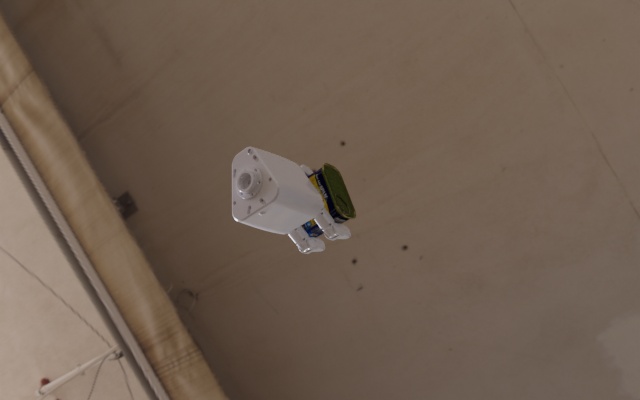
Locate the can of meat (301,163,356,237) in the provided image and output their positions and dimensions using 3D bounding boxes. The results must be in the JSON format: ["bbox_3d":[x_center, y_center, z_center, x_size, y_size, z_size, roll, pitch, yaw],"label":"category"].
[{"bbox_3d":[0.000,0.003,0.803,0.084,0.102,0.057,-31,-24,25],"label":"can of meat"}]
